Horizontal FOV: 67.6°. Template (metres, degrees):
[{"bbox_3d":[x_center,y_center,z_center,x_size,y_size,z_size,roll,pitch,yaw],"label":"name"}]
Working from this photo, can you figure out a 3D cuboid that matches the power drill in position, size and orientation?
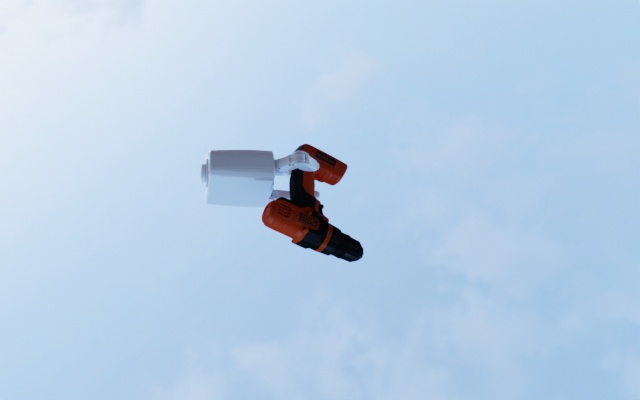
[{"bbox_3d":[0.000,0.002,0.821,0.184,0.187,0.057,27,-45,-20],"label":"power drill"}]
